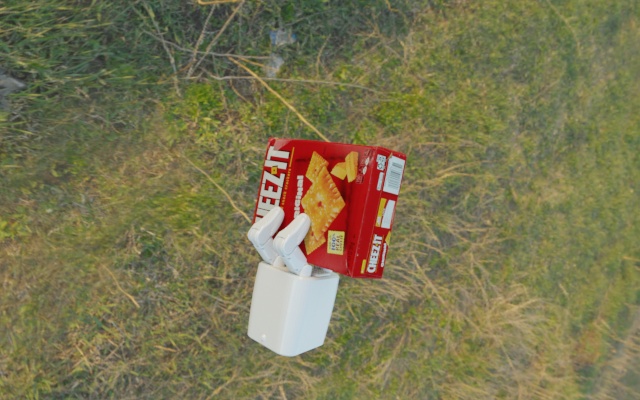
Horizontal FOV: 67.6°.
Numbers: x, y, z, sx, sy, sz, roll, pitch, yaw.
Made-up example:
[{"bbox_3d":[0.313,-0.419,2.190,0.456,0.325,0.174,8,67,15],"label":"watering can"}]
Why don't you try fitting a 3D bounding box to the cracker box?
[{"bbox_3d":[0.000,0.002,0.658,0.213,0.164,0.072,12,1,44],"label":"cracker box"}]
